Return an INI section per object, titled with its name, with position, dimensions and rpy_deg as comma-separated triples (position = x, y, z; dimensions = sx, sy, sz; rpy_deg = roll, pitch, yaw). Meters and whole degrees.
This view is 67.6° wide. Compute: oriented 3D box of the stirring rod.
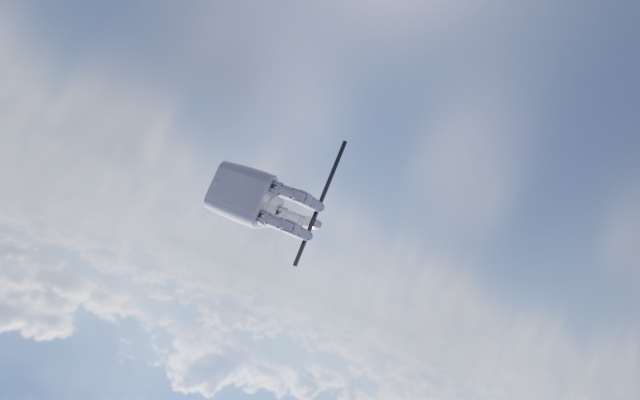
[stirring rod]
position = 0.000, 0.003, 0.840
dimensions = 0.011, 0.239, 0.011
rpy_deg = 21, -11, 4
